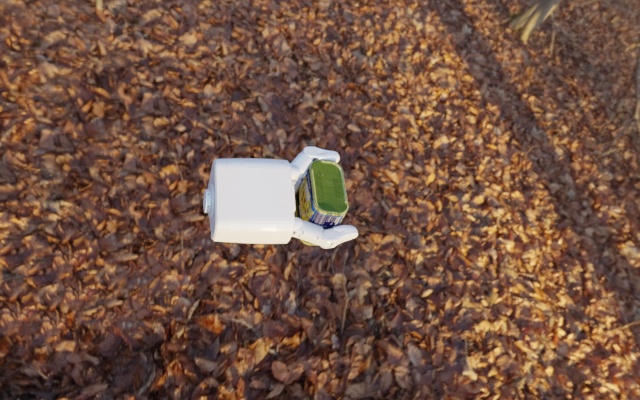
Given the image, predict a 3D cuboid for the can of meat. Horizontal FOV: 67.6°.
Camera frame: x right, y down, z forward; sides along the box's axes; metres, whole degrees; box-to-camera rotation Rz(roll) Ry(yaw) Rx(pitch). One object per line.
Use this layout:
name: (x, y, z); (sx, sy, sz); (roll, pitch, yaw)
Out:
can of meat: (0.000, 0.002, 0.711); (0.057, 0.102, 0.084); (5, -36, -17)
